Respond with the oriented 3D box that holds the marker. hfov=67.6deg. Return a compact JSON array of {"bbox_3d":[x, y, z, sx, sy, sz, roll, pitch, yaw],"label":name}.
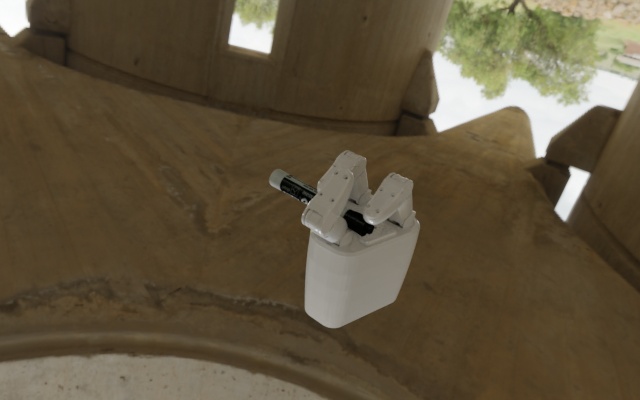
[{"bbox_3d":[0.000,0.001,0.459,0.121,0.020,0.020,29,15,29],"label":"marker"}]
